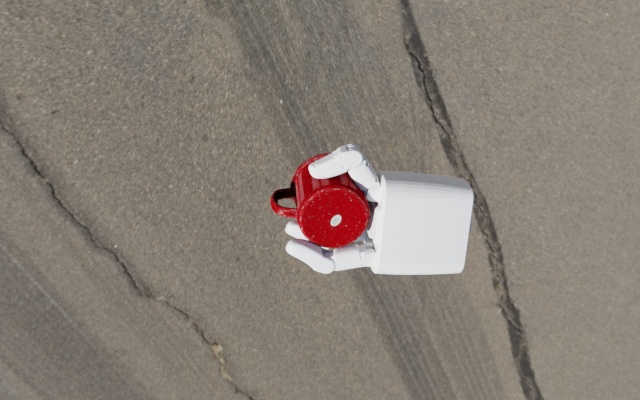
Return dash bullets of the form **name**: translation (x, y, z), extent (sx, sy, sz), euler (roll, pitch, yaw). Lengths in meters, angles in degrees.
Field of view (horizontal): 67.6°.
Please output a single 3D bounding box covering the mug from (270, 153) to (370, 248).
- **mug**: translation (-0.001, 0.002, 0.560), extent (0.117, 0.093, 0.081), euler (2, 27, -6)
